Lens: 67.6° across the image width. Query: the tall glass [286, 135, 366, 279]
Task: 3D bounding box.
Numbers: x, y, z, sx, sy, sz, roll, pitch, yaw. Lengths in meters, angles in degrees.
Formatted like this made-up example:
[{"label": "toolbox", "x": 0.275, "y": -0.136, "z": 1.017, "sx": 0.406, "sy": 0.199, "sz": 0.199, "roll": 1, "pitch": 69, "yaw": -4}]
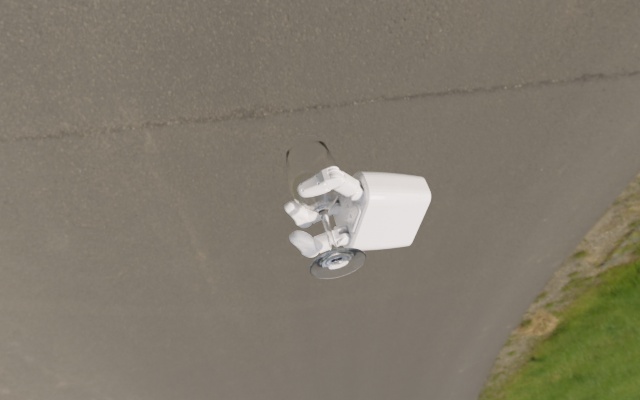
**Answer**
[{"label": "tall glass", "x": 0.000, "y": 0.003, "z": 0.661, "sx": 0.079, "sy": 0.201, "sz": 0.079, "roll": -11, "pitch": -34, "yaw": -8}]
